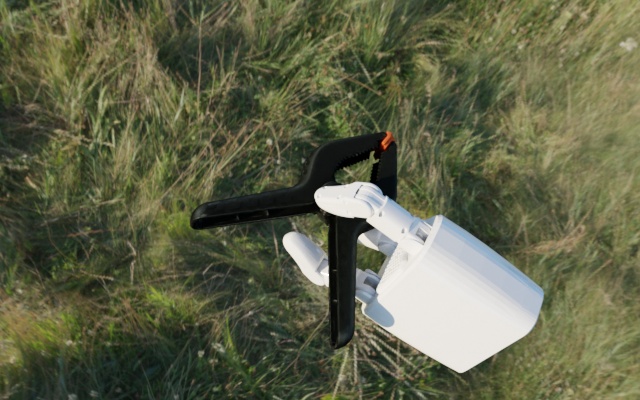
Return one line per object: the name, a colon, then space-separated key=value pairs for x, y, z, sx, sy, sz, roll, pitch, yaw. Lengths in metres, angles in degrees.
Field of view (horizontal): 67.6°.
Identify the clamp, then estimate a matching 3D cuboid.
clamp: x=0.001 y=0.001 z=0.431 sx=0.164 sy=0.210 sz=0.036 roll=35 pitch=-31 yaw=-1
